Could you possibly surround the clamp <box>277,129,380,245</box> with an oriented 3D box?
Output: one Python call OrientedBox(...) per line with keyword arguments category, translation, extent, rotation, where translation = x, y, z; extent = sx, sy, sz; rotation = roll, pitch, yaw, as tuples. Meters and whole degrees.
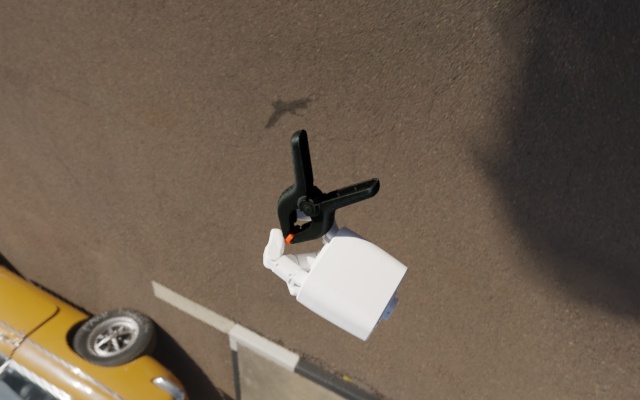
OrientedBox(category="clamp", translation=(0.000, 0.002, 0.608), extent=(0.120, 0.172, 0.039), rotation=(31, 45, 12))
